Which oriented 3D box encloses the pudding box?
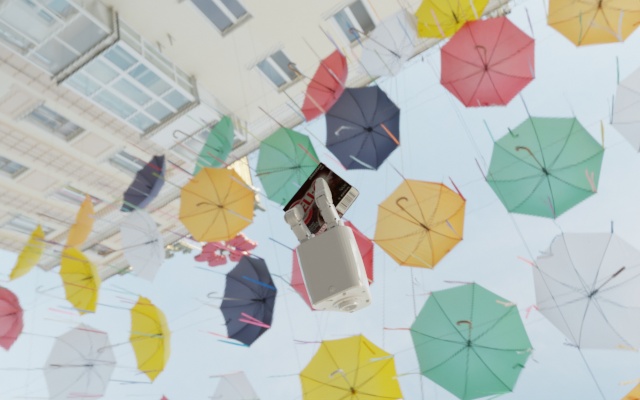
[{"bbox_3d":[0.000,0.003,0.827,0.090,0.113,0.039,41,1,38],"label":"pudding box"}]
